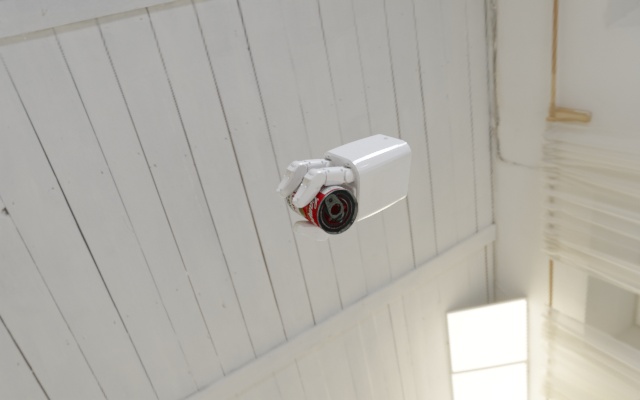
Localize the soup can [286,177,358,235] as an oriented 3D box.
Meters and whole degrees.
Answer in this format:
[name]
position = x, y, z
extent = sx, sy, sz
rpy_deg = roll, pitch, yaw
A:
[soup can]
position = 0.000, 0.003, 0.714
extent = 0.068, 0.068, 0.102
rpy_deg = 0, 16, -32
